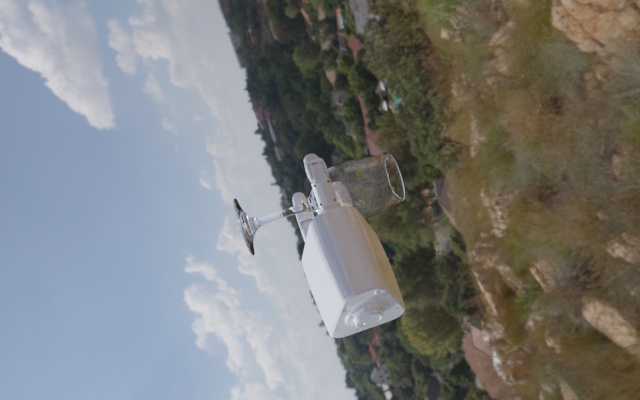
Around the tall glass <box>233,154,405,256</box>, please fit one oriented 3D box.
[{"bbox_3d":[-0.001,0.002,0.591,0.201,0.079,0.079,-18,1,-4],"label":"tall glass"}]
